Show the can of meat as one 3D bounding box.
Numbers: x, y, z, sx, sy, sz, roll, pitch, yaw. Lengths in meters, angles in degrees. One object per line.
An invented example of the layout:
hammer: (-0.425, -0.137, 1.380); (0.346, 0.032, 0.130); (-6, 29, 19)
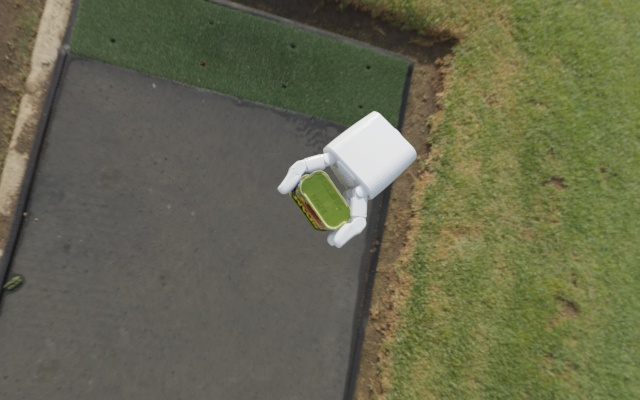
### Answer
can of meat: (0.000, 0.002, 0.781); (0.057, 0.102, 0.084); (-36, 4, -13)
